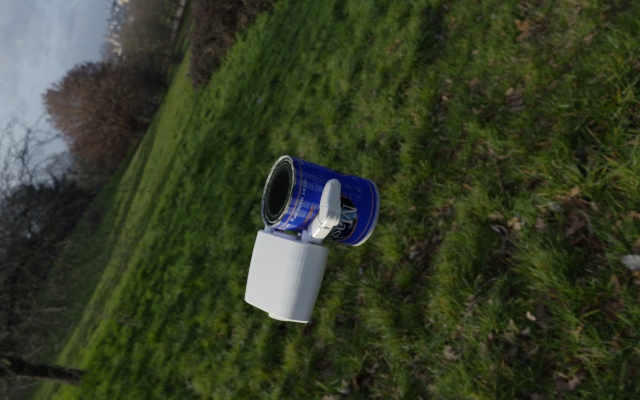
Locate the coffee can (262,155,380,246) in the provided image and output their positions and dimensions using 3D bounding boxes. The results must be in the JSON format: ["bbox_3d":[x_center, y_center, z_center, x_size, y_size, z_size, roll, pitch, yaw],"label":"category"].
[{"bbox_3d":[0.000,0.002,0.687,0.140,0.103,0.103,15,-7,-27],"label":"coffee can"}]
